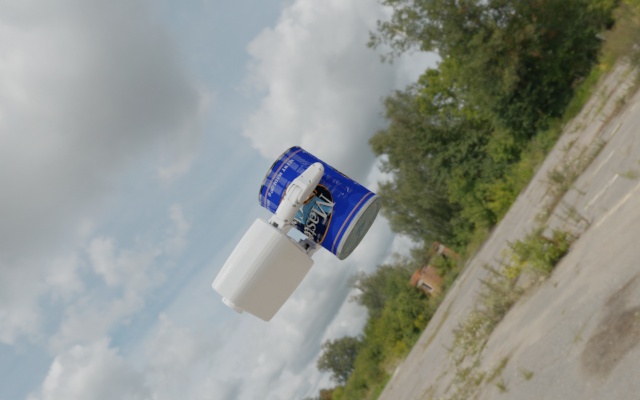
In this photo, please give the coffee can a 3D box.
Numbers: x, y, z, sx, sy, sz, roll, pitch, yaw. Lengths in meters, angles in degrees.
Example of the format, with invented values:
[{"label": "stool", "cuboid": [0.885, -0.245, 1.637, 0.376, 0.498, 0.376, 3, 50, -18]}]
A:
[{"label": "coffee can", "cuboid": [0.000, 0.002, 0.665, 0.140, 0.103, 0.103, 33, 10, 16]}]
